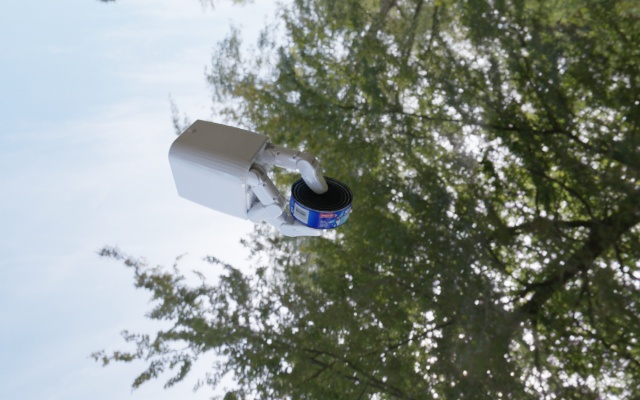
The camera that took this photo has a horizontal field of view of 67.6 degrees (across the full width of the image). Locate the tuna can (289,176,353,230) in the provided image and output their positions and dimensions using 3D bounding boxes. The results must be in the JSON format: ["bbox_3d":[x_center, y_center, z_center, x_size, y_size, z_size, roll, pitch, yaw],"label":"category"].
[{"bbox_3d":[0.000,0.003,0.660,0.086,0.034,0.086,6,35,-4],"label":"tuna can"}]
